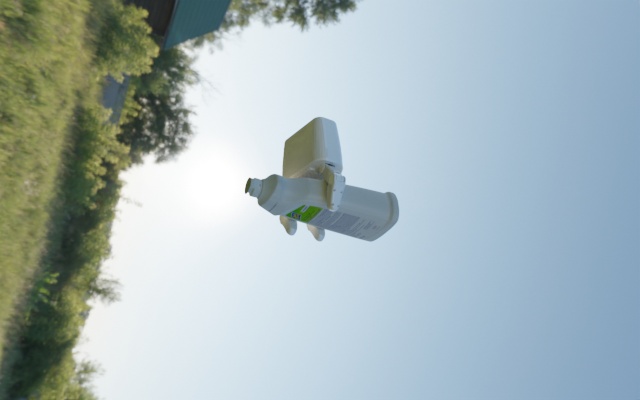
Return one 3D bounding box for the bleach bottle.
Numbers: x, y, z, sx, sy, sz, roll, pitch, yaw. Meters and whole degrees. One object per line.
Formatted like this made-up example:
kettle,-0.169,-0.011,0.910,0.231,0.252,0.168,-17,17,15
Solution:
bleach bottle,0.000,0.003,0.793,0.251,0.068,0.103,15,-38,-24
